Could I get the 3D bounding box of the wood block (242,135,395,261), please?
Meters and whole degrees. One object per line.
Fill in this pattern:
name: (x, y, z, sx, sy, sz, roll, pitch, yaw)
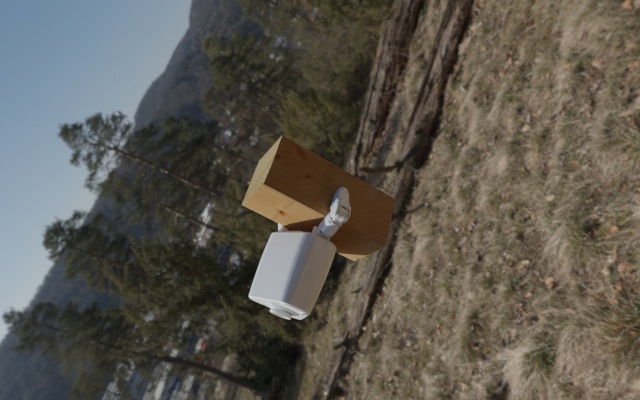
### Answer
wood block: (0.000, 0.003, 0.731, 0.206, 0.090, 0.091, 28, -33, -18)
